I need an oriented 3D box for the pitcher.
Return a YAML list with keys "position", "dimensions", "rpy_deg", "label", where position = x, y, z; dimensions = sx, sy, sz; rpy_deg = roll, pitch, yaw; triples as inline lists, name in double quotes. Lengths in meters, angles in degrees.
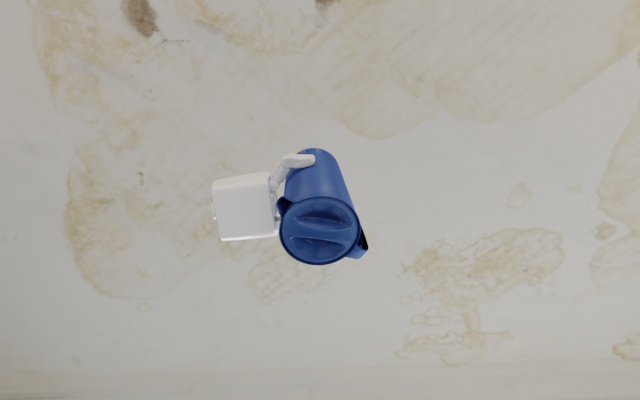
- position: [0.000, 0.003, 0.872]
  dimensions: [0.145, 0.149, 0.242]
  rpy_deg: [-8, 29, 1]
  label: "pitcher"
